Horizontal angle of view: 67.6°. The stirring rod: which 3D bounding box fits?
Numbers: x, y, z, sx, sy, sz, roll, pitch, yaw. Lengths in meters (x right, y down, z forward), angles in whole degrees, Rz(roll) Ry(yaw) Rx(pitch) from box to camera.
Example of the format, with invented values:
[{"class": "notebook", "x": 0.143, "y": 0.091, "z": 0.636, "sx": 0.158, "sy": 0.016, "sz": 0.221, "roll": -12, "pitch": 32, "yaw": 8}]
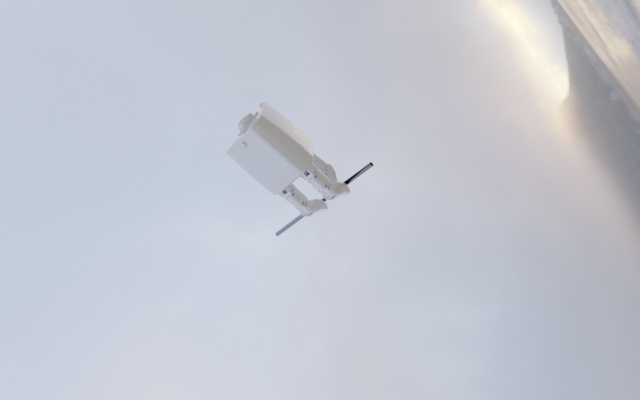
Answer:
[{"class": "stirring rod", "x": 0.000, "y": 0.003, "z": 0.819, "sx": 0.239, "sy": 0.011, "sz": 0.011, "roll": -37, "pitch": -22, "yaw": 33}]
